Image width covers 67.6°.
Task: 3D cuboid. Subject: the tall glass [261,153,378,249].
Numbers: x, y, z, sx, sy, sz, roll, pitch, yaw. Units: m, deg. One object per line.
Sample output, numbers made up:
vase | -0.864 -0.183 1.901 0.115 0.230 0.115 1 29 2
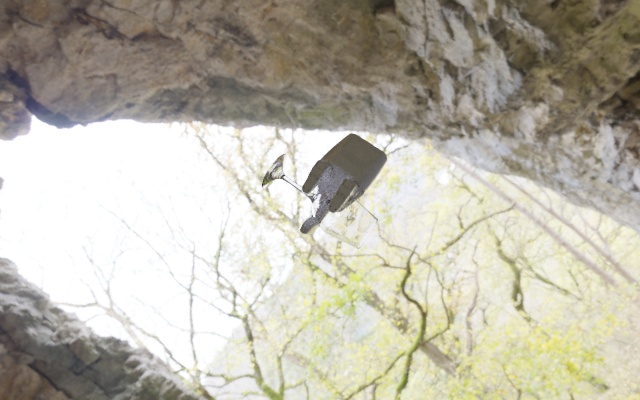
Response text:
tall glass | -0.001 0.002 0.825 0.201 0.079 0.079 34 6 9
